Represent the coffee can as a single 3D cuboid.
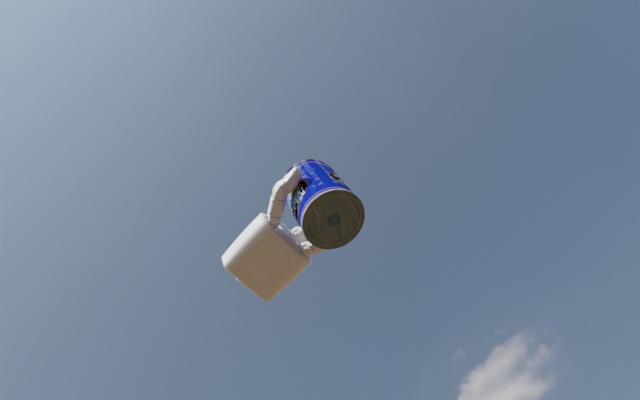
[{"bbox_3d":[0.000,0.002,0.793,0.103,0.103,0.140,0,24,-19],"label":"coffee can"}]
